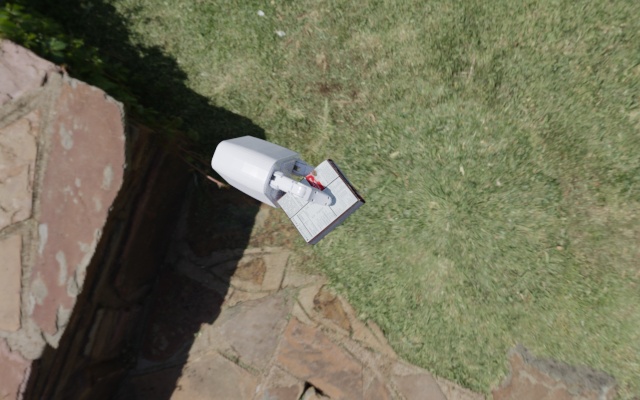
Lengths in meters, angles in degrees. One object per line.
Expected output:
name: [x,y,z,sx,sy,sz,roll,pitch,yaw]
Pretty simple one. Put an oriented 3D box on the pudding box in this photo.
pudding box: [0.000,0.002,0.758,0.113,0.090,0.039,-41,-16,13]
